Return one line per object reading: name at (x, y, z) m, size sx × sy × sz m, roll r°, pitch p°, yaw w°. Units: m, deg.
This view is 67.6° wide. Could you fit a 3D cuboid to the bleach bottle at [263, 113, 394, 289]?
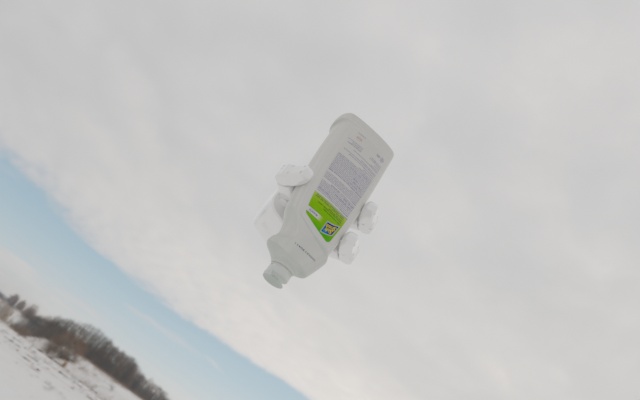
bleach bottle at (0.000, 0.002, 0.629) m, size 0.102 × 0.250 × 0.068 m, roll 41°, pitch -29°, yaw -9°
